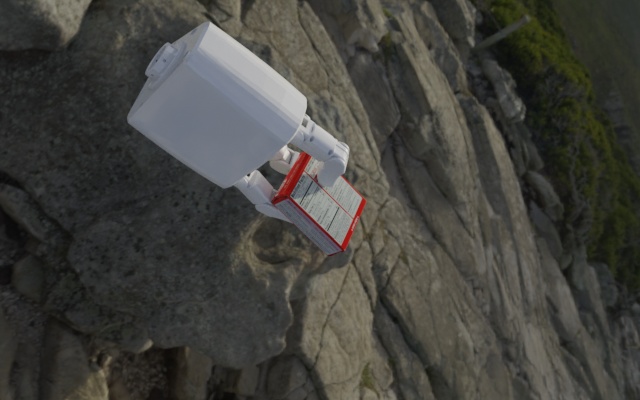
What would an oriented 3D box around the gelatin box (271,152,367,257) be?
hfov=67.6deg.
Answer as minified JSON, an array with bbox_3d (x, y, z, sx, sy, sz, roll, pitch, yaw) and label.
[{"bbox_3d":[0.001,0.002,0.495,0.089,0.073,0.030,44,-41,-21],"label":"gelatin box"}]
